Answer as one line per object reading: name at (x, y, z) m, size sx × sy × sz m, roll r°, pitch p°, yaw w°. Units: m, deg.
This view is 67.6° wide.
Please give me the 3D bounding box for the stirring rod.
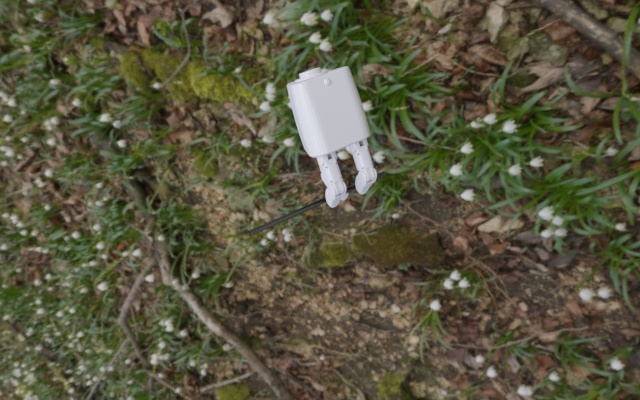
stirring rod at (0.000, 0.002, 0.738) m, size 0.239 × 0.011 × 0.011 m, roll -24°, pitch 8°, yaw -19°
